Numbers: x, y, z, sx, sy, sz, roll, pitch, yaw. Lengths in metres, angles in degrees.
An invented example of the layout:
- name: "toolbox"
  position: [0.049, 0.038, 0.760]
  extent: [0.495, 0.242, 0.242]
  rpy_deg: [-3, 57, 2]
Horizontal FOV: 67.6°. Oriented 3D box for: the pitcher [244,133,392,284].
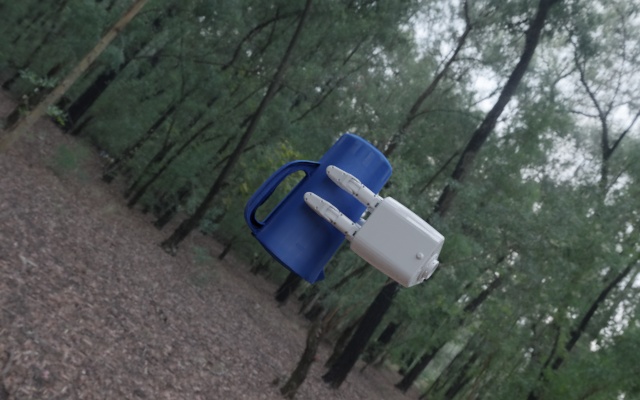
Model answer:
- name: "pitcher"
  position: [0.000, 0.003, 0.797]
  extent: [0.145, 0.243, 0.149]
  rpy_deg: [36, -7, 25]
